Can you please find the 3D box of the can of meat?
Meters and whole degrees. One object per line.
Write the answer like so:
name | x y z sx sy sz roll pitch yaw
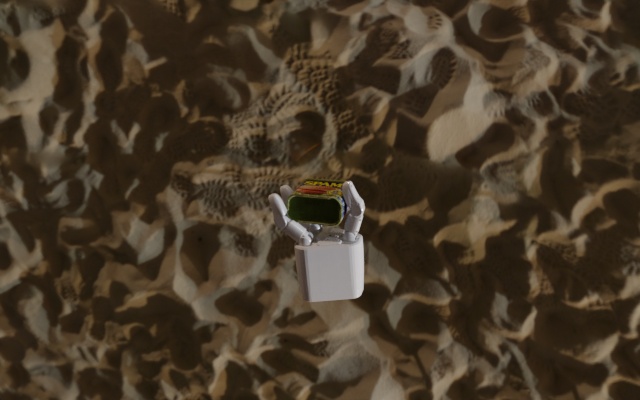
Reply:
can of meat | 0.000 0.003 0.821 0.102 0.057 0.084 5 21 15
